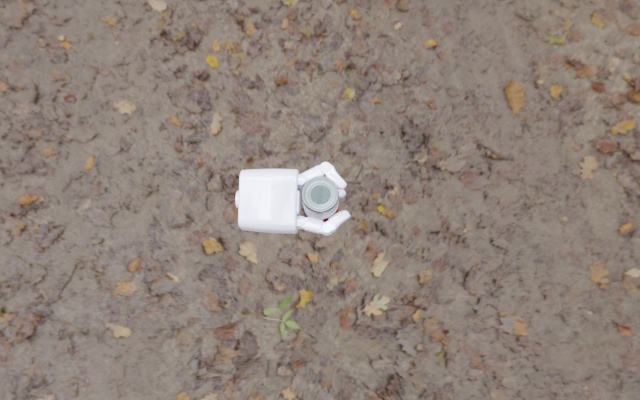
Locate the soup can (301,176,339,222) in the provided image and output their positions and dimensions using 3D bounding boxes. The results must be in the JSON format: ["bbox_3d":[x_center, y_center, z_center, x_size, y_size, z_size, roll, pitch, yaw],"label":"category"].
[{"bbox_3d":[0.001,0.003,0.876,0.068,0.068,0.102,0,-17,1],"label":"soup can"}]
